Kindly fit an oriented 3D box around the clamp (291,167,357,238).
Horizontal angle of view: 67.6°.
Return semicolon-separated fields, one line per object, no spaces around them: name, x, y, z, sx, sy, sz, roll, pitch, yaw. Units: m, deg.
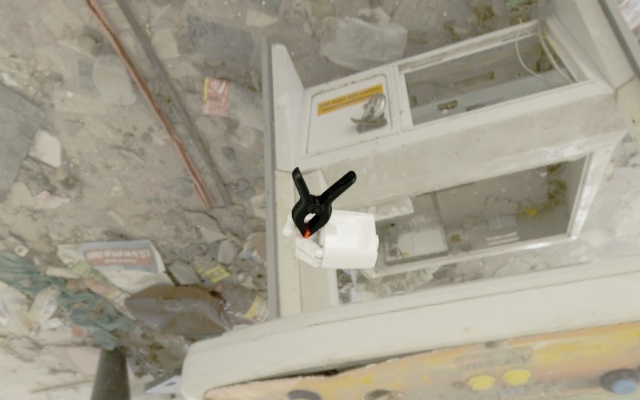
clamp;0.000;0.003;0.896;0.120;0.039;0.172;1;-44;-9
